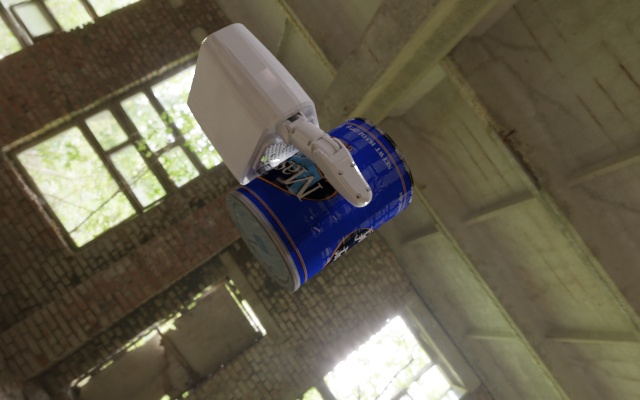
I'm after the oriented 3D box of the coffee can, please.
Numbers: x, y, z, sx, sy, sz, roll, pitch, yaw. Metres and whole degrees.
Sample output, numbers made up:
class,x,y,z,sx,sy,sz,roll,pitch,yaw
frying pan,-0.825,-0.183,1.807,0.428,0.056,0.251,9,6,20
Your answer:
class,x,y,z,sx,sy,sz,roll,pitch,yaw
coffee can,0.000,0.002,0.439,0.140,0.103,0.103,-34,13,-20
